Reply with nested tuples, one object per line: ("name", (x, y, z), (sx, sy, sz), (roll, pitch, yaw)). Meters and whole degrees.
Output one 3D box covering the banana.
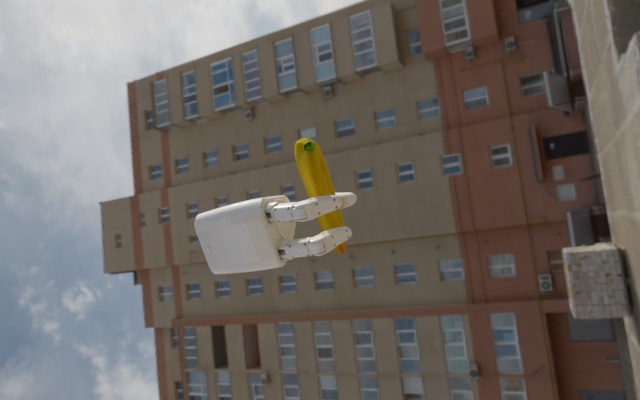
("banana", (-0.002, -0.013, 0.645), (0.037, 0.198, 0.069), (-13, 41, 8))
